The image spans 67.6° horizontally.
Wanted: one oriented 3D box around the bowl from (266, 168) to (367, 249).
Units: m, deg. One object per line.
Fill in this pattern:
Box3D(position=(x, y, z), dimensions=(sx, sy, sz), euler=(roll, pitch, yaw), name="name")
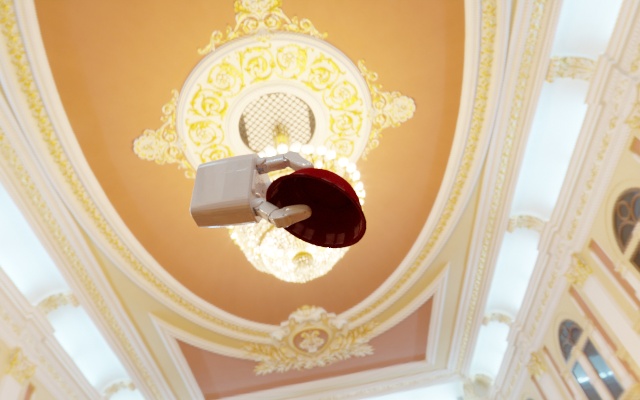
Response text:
Box3D(position=(0.002, 0.002, 0.735), dimensions=(0.162, 0.055, 0.162), euler=(15, -40, 13), name="bowl")
